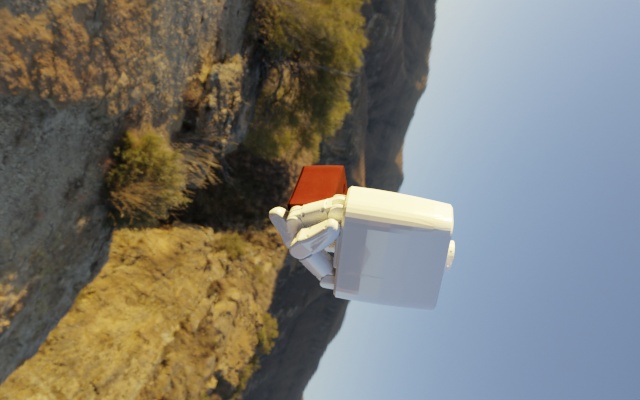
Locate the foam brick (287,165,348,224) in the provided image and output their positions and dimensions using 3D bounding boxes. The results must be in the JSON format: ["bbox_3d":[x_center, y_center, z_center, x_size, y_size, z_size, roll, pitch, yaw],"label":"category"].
[{"bbox_3d":[0.000,0.002,0.546,0.051,0.053,0.078,-2,37,15],"label":"foam brick"}]
